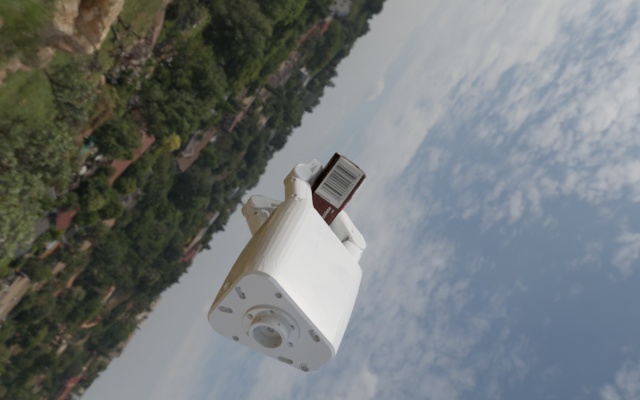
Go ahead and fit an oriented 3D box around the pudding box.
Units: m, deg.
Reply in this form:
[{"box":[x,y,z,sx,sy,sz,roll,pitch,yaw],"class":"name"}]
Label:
[{"box":[0.000,0.002,0.531,0.039,0.113,0.090,38,5,-7],"class":"pudding box"}]
